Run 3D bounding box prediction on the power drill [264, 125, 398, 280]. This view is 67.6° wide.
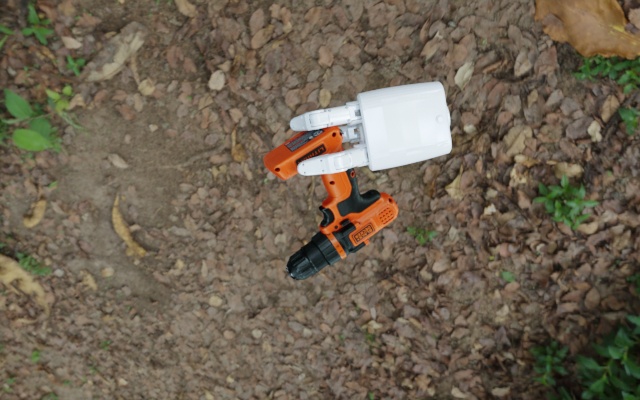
[{"bbox_3d":[0.000,0.002,0.652,0.184,0.188,0.057,-35,31,-8],"label":"power drill"}]
